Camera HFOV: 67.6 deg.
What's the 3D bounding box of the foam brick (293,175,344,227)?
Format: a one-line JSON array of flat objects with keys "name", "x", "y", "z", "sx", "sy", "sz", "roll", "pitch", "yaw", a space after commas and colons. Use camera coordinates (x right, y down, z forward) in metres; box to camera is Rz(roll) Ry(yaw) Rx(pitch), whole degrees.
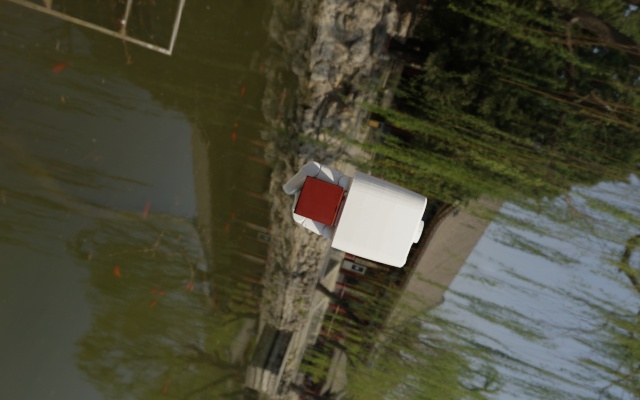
[{"name": "foam brick", "x": 0.000, "y": 0.002, "z": 0.636, "sx": 0.051, "sy": 0.053, "sz": 0.078, "roll": 19, "pitch": -1, "yaw": 4}]
